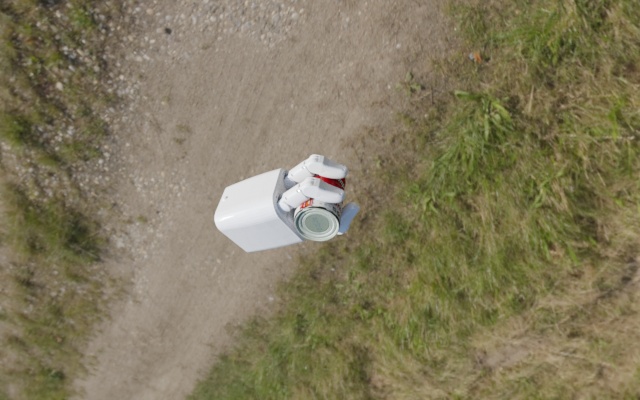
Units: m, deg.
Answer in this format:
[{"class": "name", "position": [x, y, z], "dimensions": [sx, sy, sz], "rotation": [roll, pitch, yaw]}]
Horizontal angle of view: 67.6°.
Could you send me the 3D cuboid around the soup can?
[{"class": "soup can", "position": [0.001, 0.002, 0.711], "dimensions": [0.068, 0.069, 0.102], "rotation": [0, 40, 8]}]
